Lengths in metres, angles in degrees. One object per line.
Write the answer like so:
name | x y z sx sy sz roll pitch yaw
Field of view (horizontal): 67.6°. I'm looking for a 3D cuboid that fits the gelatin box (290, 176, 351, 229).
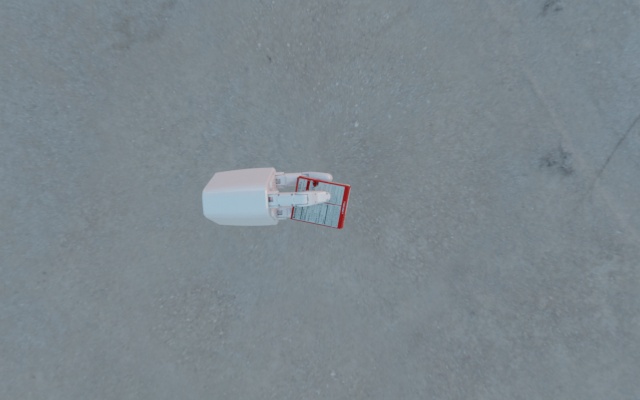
gelatin box | 0.000 0.003 0.789 0.089 0.073 0.030 11 6 7
